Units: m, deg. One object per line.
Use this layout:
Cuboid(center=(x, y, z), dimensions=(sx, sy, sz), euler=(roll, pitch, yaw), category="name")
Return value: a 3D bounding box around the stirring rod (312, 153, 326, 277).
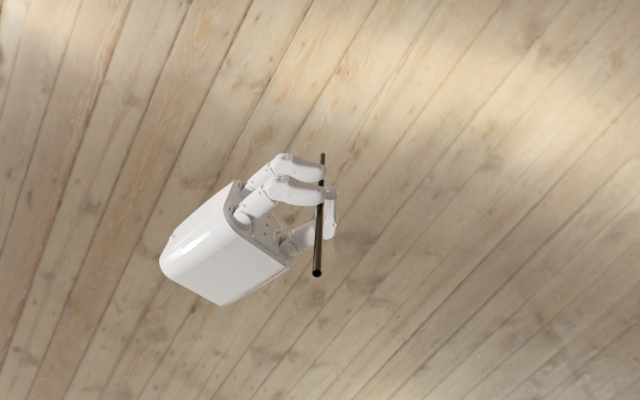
Cuboid(center=(0.000, 0.002, 0.491), dimensions=(0.011, 0.011, 0.239), euler=(0, 29, 2), category="stirring rod")
